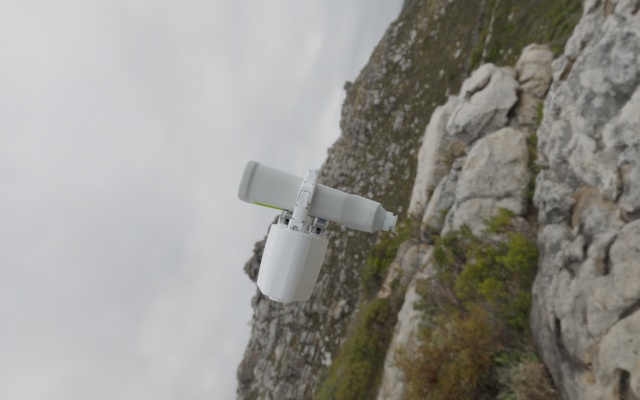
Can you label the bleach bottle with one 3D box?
[{"bbox_3d":[0.000,0.002,0.773,0.251,0.068,0.102,16,-2,4],"label":"bleach bottle"}]
